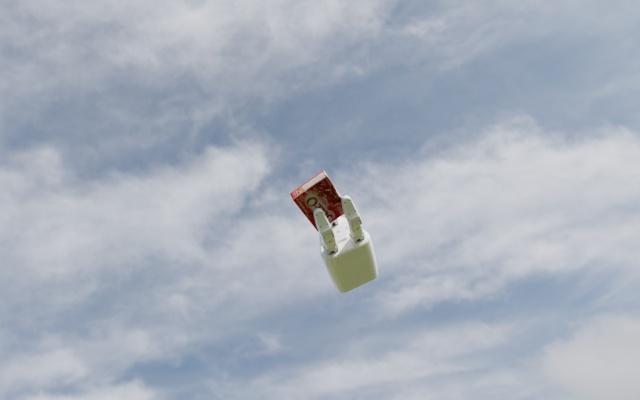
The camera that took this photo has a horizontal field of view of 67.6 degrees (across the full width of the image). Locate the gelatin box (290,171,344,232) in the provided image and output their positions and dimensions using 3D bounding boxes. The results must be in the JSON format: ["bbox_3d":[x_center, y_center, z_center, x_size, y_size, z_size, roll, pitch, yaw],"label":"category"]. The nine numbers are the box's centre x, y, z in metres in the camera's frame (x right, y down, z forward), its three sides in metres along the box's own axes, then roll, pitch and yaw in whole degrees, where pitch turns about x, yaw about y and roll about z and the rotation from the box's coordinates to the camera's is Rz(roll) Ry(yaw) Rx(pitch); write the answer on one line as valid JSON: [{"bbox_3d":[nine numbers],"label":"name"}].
[{"bbox_3d":[0.000,0.002,0.854,0.073,0.089,0.030,-34,32,2],"label":"gelatin box"}]
